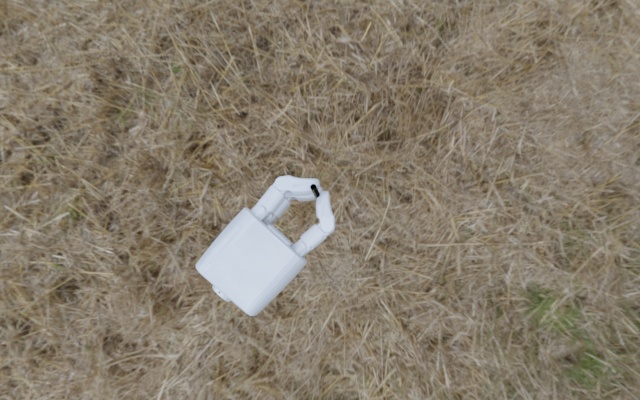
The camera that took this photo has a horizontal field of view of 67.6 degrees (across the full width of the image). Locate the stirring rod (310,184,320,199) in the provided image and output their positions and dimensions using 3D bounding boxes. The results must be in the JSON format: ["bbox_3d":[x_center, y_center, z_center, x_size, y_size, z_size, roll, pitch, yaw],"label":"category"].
[{"bbox_3d":[0.000,0.002,0.728,0.011,0.011,0.239,0,-9,4],"label":"stirring rod"}]
